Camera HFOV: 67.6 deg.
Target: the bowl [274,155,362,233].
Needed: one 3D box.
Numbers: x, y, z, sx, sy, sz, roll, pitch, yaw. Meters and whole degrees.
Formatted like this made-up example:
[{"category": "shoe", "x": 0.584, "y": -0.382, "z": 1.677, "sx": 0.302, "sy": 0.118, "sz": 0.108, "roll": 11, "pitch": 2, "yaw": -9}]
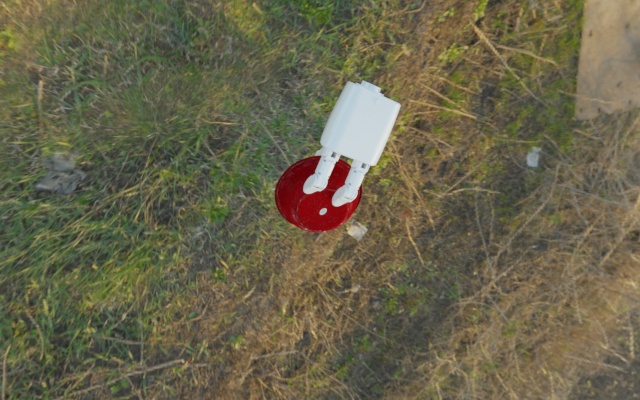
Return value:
[{"category": "bowl", "x": 0.000, "y": 0.004, "z": 0.850, "sx": 0.162, "sy": 0.162, "sz": 0.055, "roll": 0, "pitch": 34, "yaw": -9}]
